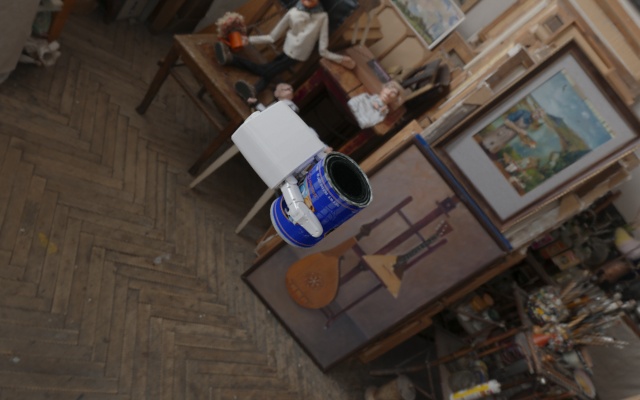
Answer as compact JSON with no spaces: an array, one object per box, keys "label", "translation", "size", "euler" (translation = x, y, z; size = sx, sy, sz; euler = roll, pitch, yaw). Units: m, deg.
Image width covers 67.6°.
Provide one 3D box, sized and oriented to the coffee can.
[{"label":"coffee can","translation":[0.000,0.003,0.776],"size":[0.103,0.102,0.140],"euler":[0,-31,-48]}]
